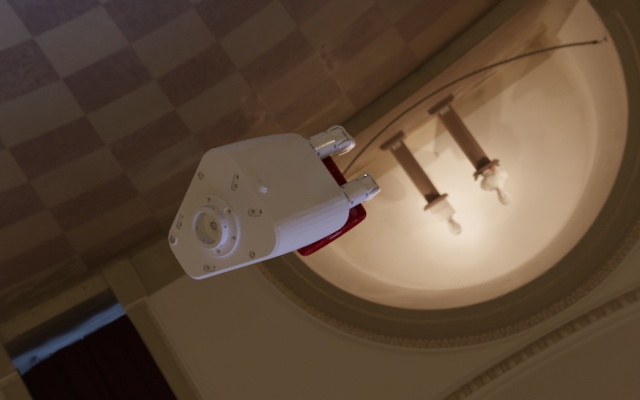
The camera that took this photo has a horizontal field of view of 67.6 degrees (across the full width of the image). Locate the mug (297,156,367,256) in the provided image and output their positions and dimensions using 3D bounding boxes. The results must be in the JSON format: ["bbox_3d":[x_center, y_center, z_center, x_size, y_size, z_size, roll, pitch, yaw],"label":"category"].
[{"bbox_3d":[0.001,0.002,0.505,0.093,0.081,0.117,-38,-9,32],"label":"mug"}]
